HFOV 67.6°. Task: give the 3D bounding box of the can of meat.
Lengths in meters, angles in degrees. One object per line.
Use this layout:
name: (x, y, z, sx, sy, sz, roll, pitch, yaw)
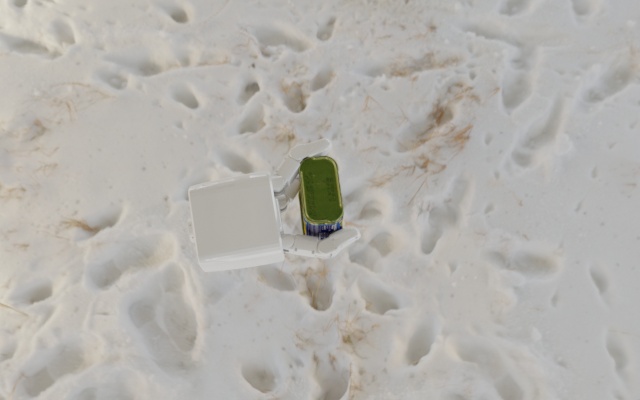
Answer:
can of meat: (0.000, 0.002, 0.641, 0.057, 0.102, 0.084, -6, -25, -3)
